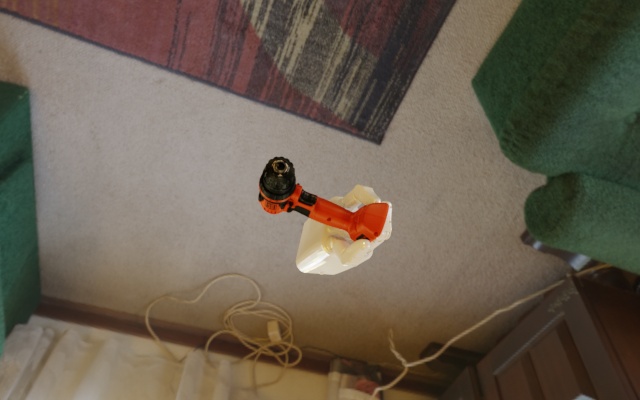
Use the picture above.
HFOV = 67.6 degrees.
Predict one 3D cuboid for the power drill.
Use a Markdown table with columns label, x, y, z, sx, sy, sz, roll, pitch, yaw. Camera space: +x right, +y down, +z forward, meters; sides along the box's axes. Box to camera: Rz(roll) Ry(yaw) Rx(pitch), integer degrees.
| label | x | y | z | sx | sy | sz | roll | pitch | yaw |
| --- | --- | --- | --- | --- | --- | --- | --- | --- | --- |
| power drill | 0.000 | 0.003 | 0.695 | 0.187 | 0.057 | 0.184 | 22 | -15 | -3 |
